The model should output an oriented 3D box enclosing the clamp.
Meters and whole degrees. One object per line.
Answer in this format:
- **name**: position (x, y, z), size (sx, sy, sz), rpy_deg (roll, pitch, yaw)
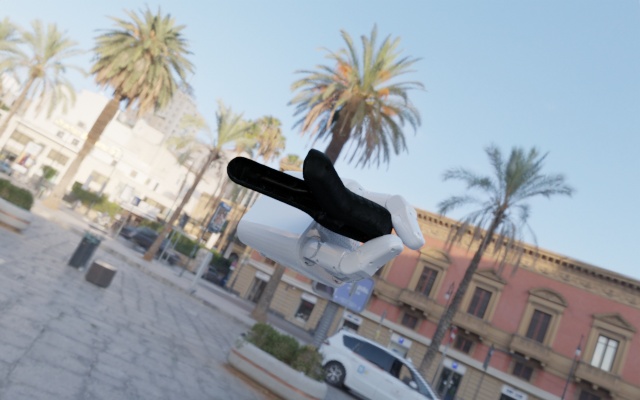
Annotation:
- **clamp**: position (0.000, 0.001, 0.431), size (0.120, 0.039, 0.171), rpy_deg (13, -18, 43)
